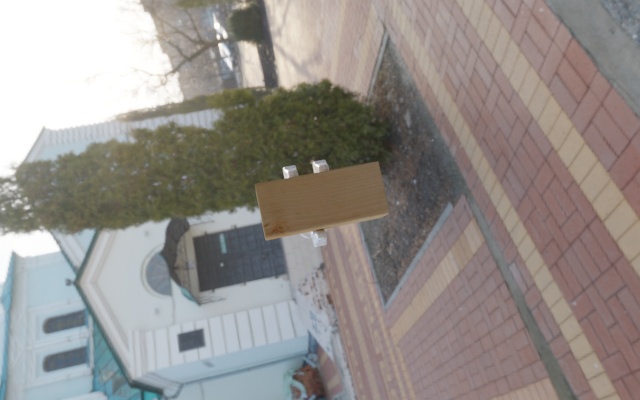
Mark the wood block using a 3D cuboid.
[{"bbox_3d":[0.000,0.003,0.808,0.206,0.091,0.090,-11,-6,-8],"label":"wood block"}]
